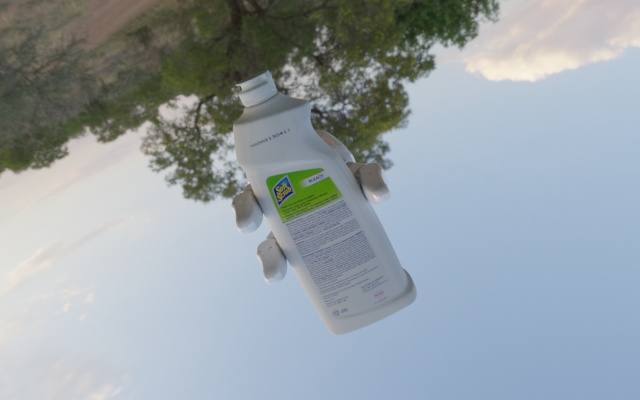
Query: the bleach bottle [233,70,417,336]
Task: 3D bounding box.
[{"bbox_3d":[0.000,0.002,0.436,0.102,0.251,0.068,-25,22,-1],"label":"bleach bottle"}]
